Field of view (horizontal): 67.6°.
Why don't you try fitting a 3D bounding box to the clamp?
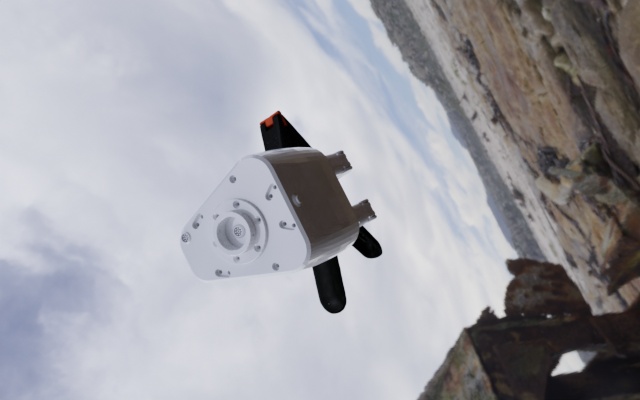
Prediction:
[{"bbox_3d":[-0.001,0.002,0.520,0.036,0.210,0.164,-28,-4,24],"label":"clamp"}]
